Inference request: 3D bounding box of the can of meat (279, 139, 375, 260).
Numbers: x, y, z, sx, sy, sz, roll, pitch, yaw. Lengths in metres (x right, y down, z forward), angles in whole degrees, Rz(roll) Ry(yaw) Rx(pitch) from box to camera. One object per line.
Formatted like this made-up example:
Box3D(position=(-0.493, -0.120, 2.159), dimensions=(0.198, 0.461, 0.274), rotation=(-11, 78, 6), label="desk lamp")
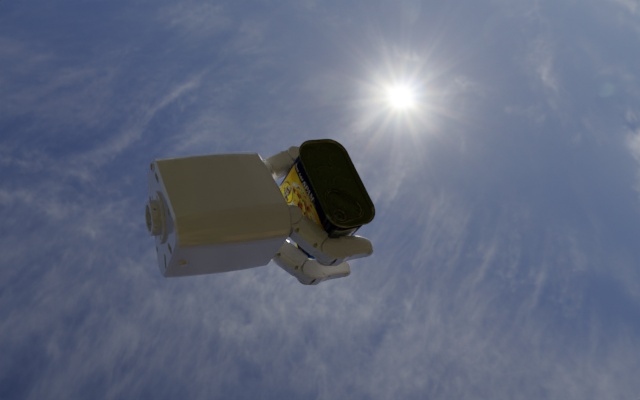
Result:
Box3D(position=(0.000, 0.002, 0.500), dimensions=(0.057, 0.102, 0.084), rotation=(-10, -26, -33), label="can of meat")
